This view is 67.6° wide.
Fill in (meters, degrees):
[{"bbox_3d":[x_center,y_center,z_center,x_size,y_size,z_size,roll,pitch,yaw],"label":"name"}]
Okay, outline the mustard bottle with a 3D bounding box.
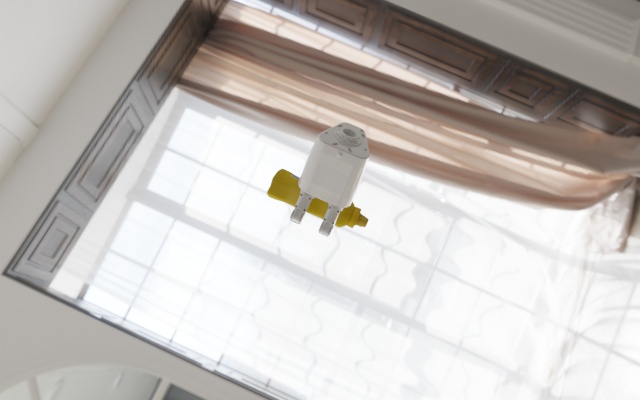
[{"bbox_3d":[0.000,0.003,0.892,0.191,0.058,0.096,24,11,3],"label":"mustard bottle"}]
